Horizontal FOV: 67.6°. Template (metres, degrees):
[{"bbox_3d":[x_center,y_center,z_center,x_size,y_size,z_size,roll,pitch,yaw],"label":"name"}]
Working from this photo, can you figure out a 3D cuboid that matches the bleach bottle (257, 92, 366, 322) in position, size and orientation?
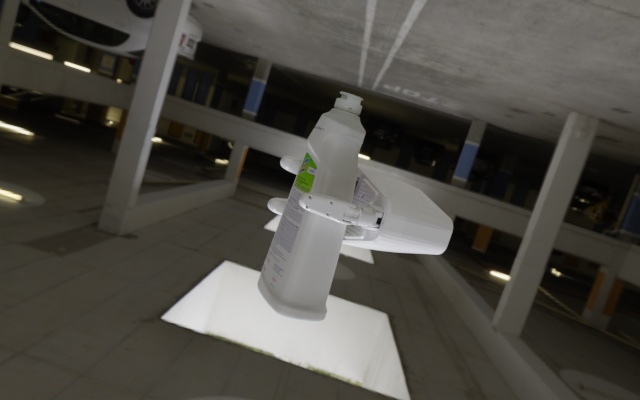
[{"bbox_3d":[0.000,0.002,0.545,0.068,0.251,0.102,15,7,-28],"label":"bleach bottle"}]
